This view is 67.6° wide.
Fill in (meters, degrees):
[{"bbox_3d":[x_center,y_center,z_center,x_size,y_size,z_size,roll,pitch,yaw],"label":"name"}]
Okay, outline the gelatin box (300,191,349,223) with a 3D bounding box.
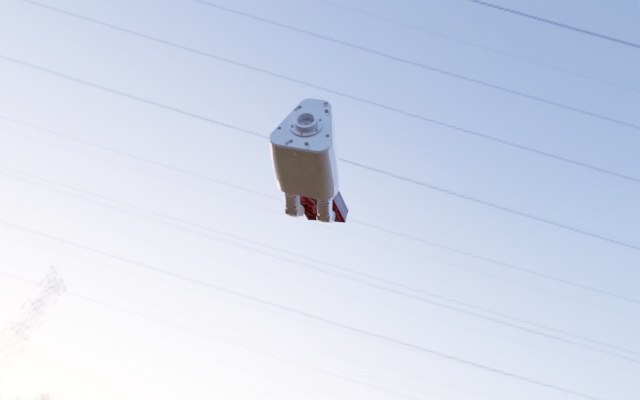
[{"bbox_3d":[0.000,0.002,0.813,0.073,0.030,0.089,3,-33,24],"label":"gelatin box"}]
